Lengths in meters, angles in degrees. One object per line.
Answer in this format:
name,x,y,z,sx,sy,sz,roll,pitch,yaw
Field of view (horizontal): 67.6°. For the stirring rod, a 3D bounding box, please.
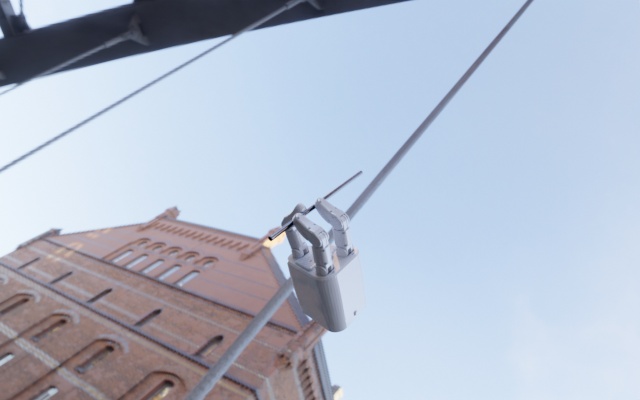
stirring rod,0.000,0.003,0.751,0.011,0.011,0.239,0,25,41
